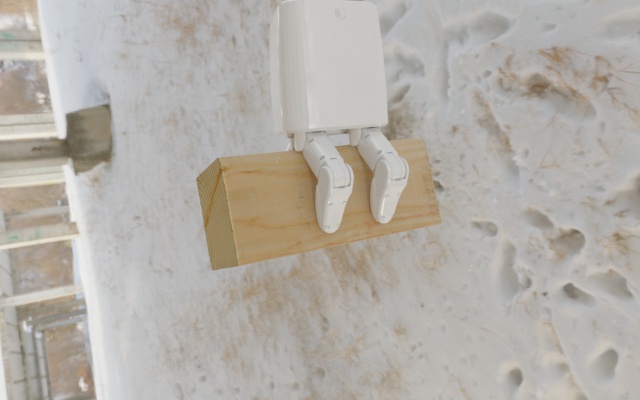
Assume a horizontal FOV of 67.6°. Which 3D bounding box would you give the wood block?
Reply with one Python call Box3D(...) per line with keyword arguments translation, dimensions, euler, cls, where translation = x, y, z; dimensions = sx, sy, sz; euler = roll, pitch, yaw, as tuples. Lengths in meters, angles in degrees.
Box3D(translation=(0.000, 0.001, 0.455), dimensions=(0.206, 0.090, 0.091), euler=(-9, -5, -27), cls="wood block")
